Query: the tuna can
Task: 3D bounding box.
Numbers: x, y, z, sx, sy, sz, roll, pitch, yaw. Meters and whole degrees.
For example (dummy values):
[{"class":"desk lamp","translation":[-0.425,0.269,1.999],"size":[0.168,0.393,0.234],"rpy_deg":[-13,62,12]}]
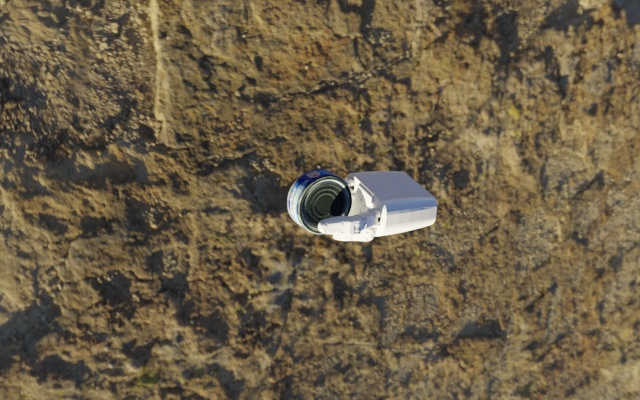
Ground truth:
[{"class":"tuna can","translation":[0.000,0.002,0.653],"size":[0.086,0.086,0.033],"rpy_deg":[0,18,-29]}]
